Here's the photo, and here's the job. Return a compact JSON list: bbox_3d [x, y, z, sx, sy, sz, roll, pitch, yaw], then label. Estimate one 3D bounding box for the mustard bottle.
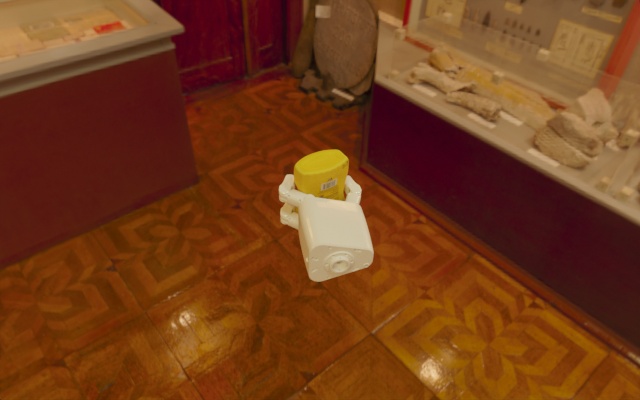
[{"bbox_3d":[0.000,0.002,0.875,0.096,0.192,0.058,-23,47,-25],"label":"mustard bottle"}]
